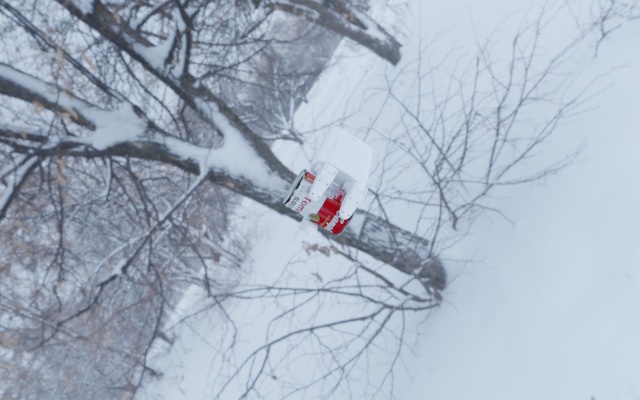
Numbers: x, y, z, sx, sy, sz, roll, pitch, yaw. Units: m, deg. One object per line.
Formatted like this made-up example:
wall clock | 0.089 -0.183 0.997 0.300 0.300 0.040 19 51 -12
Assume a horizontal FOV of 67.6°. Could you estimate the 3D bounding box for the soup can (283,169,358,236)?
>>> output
soup can | 0.000 0.003 0.766 0.102 0.068 0.068 31 -6 -10
